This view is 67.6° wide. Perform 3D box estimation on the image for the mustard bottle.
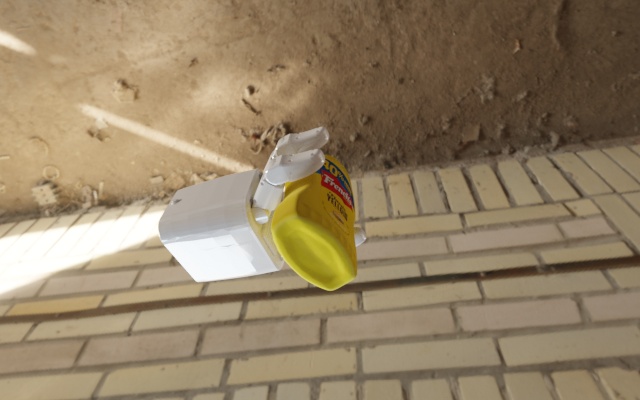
[{"bbox_3d":[0.000,0.002,0.515,0.058,0.096,0.191,-34,23,22],"label":"mustard bottle"}]
